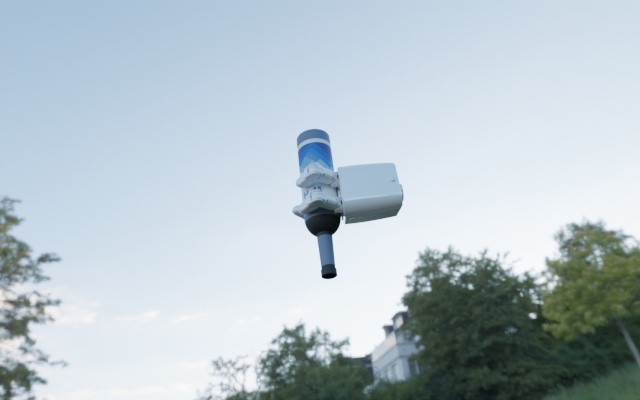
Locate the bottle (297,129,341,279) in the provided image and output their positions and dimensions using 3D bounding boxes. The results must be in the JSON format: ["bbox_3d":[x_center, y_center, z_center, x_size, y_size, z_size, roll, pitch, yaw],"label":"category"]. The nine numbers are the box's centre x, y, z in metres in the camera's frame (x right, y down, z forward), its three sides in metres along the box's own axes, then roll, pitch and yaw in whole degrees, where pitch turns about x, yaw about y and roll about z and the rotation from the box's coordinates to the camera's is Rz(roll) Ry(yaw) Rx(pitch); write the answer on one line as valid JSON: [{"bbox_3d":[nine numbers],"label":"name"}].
[{"bbox_3d":[0.000,0.003,0.880,0.069,0.295,0.069,-5,-31,-3],"label":"bottle"}]
